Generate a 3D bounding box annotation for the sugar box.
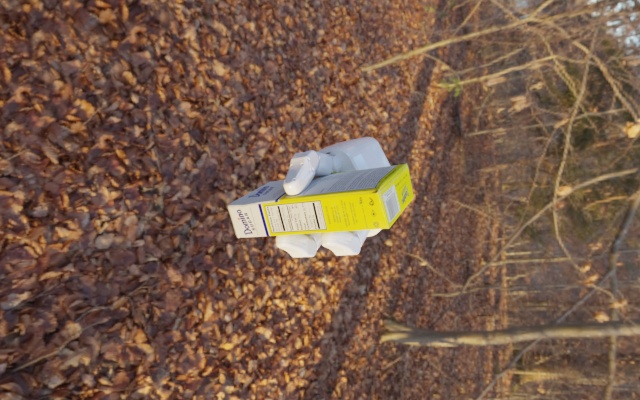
[{"bbox_3d":[0.000,0.002,0.509,0.176,0.048,0.093,-8,15,29],"label":"sugar box"}]
